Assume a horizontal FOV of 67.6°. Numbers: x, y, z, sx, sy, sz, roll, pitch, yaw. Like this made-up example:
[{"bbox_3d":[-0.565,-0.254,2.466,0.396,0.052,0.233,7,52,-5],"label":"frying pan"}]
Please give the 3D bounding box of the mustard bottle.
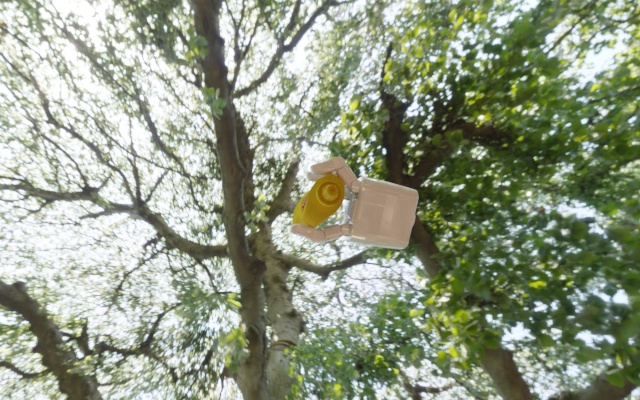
[{"bbox_3d":[0.000,0.003,0.830,0.058,0.096,0.192,35,-16,-4],"label":"mustard bottle"}]
